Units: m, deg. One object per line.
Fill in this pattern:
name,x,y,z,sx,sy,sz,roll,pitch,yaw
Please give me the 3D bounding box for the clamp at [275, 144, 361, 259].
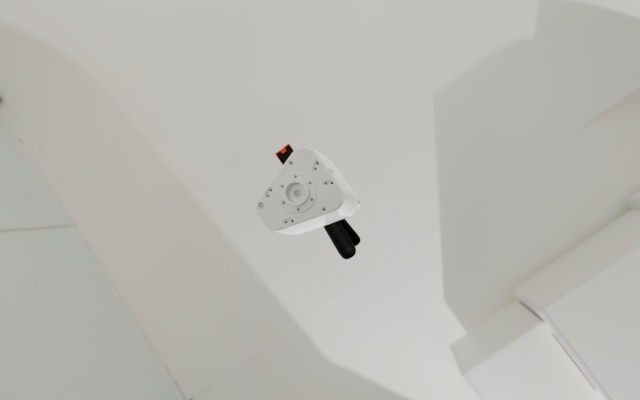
clamp,-0.001,0.003,0.775,0.036,0.210,0.164,-36,-10,6
